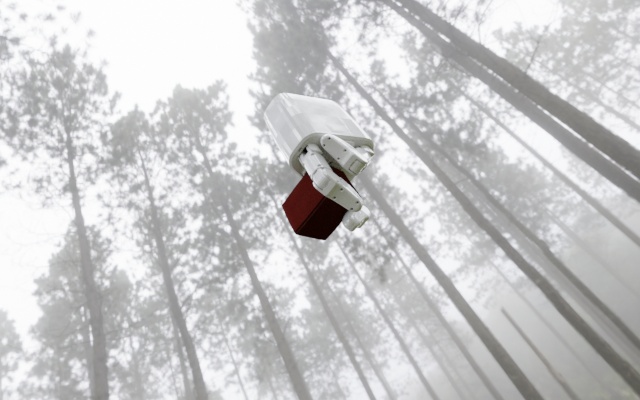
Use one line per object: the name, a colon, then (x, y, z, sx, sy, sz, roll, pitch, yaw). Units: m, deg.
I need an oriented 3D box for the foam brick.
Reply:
foam brick: (0.000, 0.002, 0.583, 0.053, 0.078, 0.051, 19, 28, -43)
